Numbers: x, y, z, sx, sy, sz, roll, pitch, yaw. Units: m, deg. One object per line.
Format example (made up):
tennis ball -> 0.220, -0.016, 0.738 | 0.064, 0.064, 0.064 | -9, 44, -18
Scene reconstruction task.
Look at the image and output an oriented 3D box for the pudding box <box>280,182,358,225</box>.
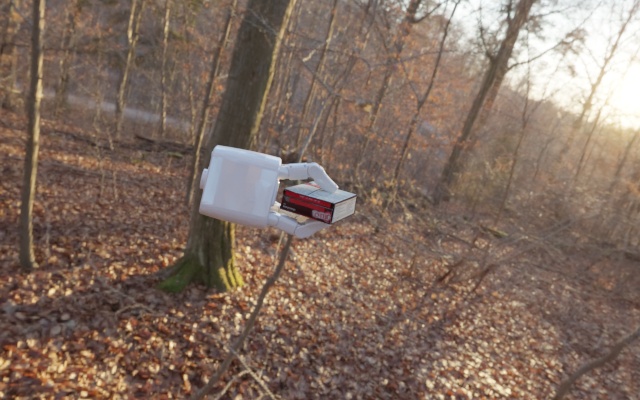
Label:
pudding box -> 0.000, 0.002, 0.770 | 0.090, 0.039, 0.113 | 18, 16, 20
